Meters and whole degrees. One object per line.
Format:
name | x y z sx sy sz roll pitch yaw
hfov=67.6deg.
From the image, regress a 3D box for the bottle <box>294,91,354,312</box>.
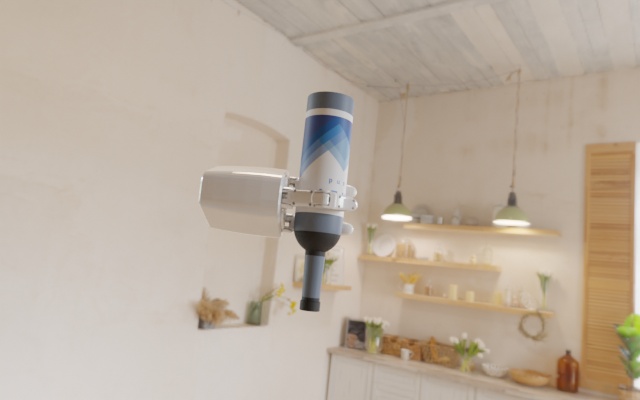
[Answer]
bottle | 0.000 0.002 0.658 0.069 0.295 0.069 6 -7 1
